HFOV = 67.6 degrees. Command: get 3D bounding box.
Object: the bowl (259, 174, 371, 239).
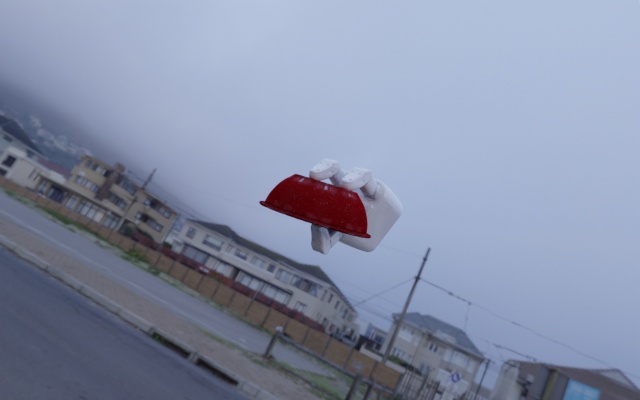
[{"bbox_3d":[0.000,0.002,0.657,0.162,0.055,0.162,17,2,-1],"label":"bowl"}]
